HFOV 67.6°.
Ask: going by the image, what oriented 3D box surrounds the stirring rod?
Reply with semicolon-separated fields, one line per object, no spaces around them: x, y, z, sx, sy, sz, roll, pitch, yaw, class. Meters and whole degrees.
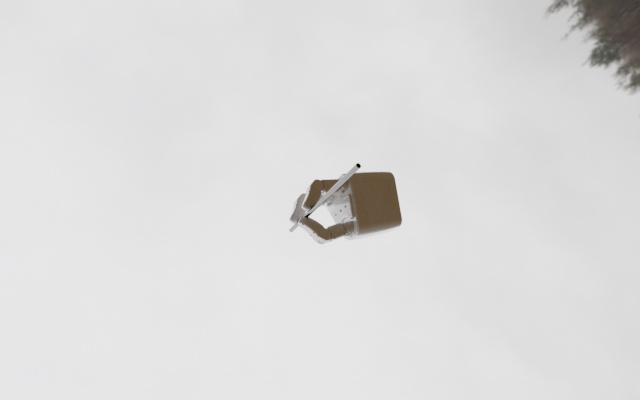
0.000;0.002;0.754;0.011;0.011;0.240;0;-25;-29;stirring rod
